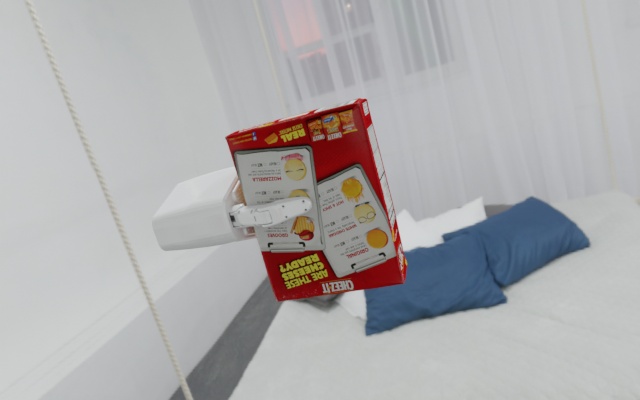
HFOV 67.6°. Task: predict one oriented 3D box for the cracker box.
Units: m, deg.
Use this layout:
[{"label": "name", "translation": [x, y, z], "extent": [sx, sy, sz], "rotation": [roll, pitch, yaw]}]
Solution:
[{"label": "cracker box", "translation": [0.000, 0.002, 0.573], "extent": [0.164, 0.214, 0.072], "rotation": [-11, 14, 18]}]
